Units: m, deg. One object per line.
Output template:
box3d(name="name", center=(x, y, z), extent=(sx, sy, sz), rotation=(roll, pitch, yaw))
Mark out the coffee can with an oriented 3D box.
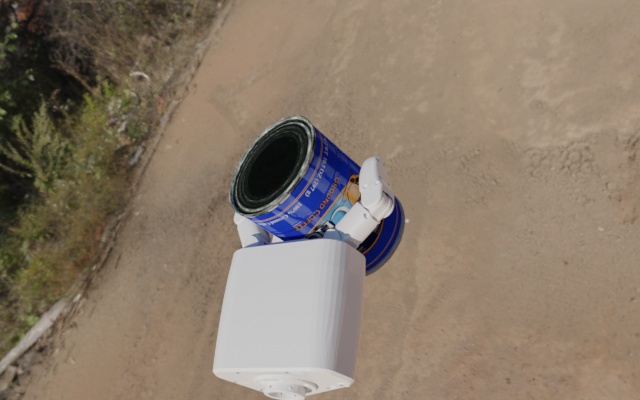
box3d(name="coffee can", center=(0.000, 0.001, 0.455), extent=(0.103, 0.102, 0.140), rotation=(0, -28, 47))
